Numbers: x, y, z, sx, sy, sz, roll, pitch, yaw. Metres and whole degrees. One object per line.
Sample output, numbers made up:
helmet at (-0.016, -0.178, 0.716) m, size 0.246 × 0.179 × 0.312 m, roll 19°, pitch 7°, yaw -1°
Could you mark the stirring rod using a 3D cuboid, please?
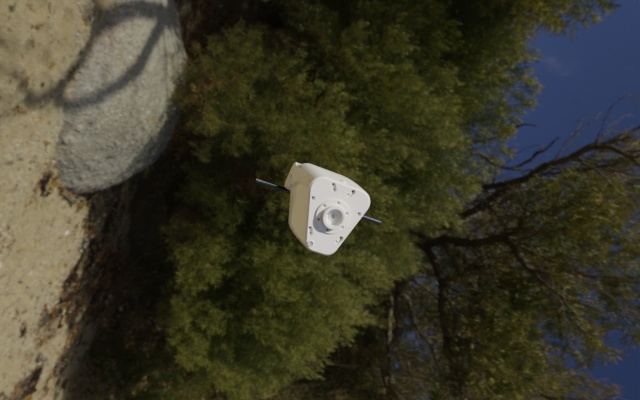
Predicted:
stirring rod at (0.000, 0.003, 0.832) m, size 0.239 × 0.011 × 0.011 m, roll 19°, pitch -6°, yaw -18°
